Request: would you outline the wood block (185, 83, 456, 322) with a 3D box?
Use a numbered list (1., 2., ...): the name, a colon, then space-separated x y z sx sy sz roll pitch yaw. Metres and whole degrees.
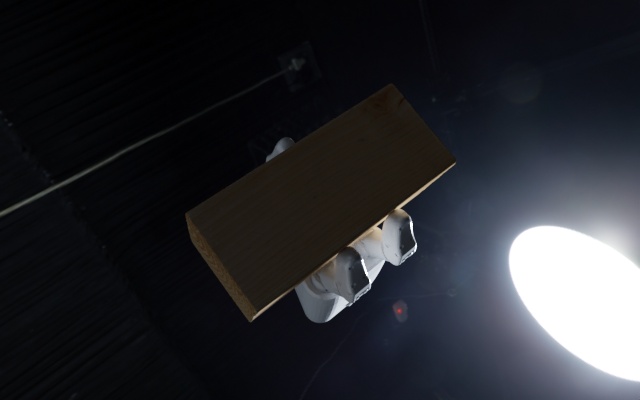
1. wood block: 0.000 0.001 0.410 0.206 0.091 0.090 -35 -8 -20
